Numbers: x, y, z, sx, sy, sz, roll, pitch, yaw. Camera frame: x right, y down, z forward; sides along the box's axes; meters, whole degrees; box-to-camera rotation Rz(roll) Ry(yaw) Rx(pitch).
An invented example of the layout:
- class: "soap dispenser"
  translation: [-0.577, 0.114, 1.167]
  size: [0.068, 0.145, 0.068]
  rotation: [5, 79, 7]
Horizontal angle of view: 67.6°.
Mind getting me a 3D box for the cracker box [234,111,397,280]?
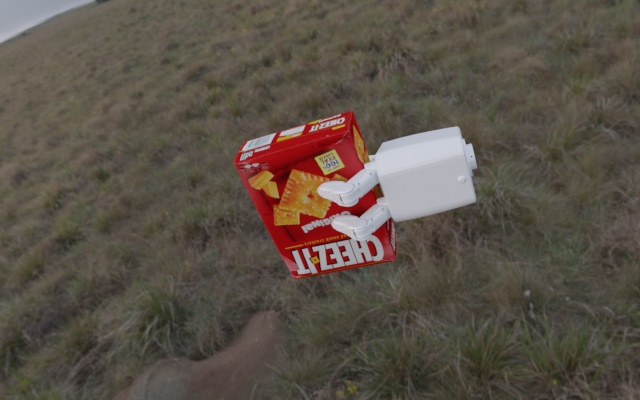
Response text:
- class: "cracker box"
  translation: [0.000, 0.002, 0.665]
  size: [0.164, 0.214, 0.072]
  rotation: [-13, 30, 18]
